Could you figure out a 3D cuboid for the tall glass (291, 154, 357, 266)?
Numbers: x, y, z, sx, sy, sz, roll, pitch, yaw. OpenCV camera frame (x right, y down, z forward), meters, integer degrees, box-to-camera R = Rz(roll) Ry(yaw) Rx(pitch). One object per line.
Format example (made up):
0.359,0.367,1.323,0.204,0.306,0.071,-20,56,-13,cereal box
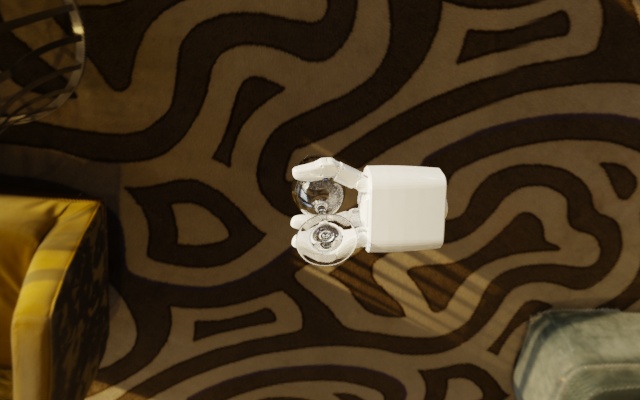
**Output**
0.000,0.002,0.657,0.079,0.079,0.201,0,28,-5,tall glass
